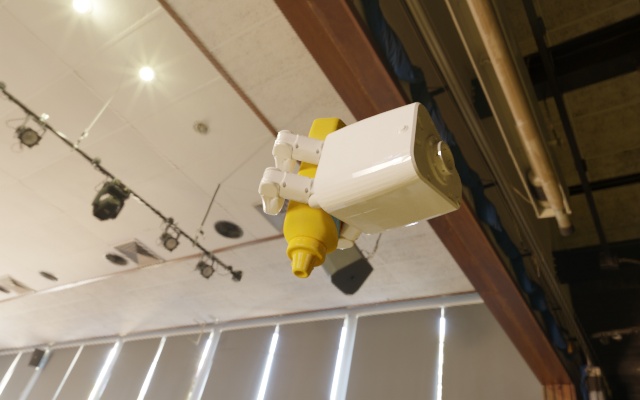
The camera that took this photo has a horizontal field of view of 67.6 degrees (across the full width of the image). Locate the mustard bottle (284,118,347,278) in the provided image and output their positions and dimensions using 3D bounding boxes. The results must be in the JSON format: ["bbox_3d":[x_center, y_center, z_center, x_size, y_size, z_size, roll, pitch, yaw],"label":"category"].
[{"bbox_3d":[0.000,0.002,0.539,0.058,0.191,0.096,1,-40,16],"label":"mustard bottle"}]
